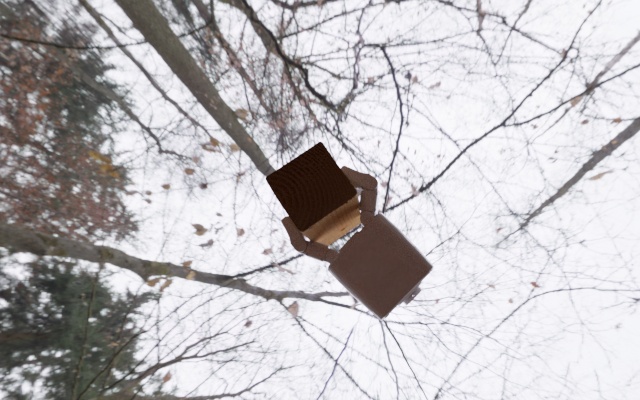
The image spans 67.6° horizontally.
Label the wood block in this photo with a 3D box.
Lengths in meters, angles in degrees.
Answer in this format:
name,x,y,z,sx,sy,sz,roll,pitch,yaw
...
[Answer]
name,x,y,z,sx,sy,sz,roll,pitch,yaw
wood block,0.000,0.003,0.706,0.091,0.090,0.206,-34,-14,-1
